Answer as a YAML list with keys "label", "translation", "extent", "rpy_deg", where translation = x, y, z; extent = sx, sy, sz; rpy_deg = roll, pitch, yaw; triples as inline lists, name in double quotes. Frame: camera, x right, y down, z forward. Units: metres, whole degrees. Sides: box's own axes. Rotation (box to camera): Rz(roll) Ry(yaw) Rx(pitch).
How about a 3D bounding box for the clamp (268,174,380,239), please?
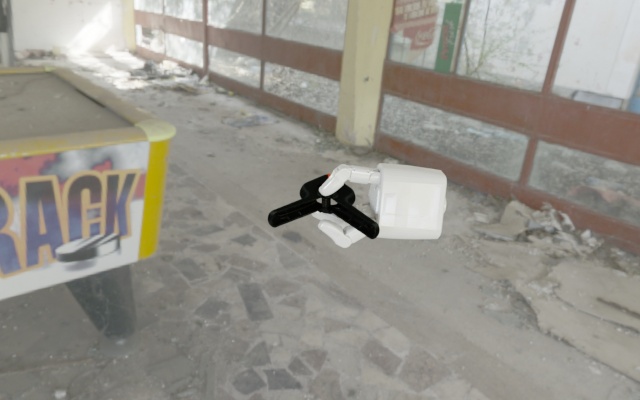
- label: "clamp"
  translation: [0.000, 0.002, 0.777]
  extent: [0.164, 0.036, 0.210]
  rpy_deg: [5, 23, -6]
